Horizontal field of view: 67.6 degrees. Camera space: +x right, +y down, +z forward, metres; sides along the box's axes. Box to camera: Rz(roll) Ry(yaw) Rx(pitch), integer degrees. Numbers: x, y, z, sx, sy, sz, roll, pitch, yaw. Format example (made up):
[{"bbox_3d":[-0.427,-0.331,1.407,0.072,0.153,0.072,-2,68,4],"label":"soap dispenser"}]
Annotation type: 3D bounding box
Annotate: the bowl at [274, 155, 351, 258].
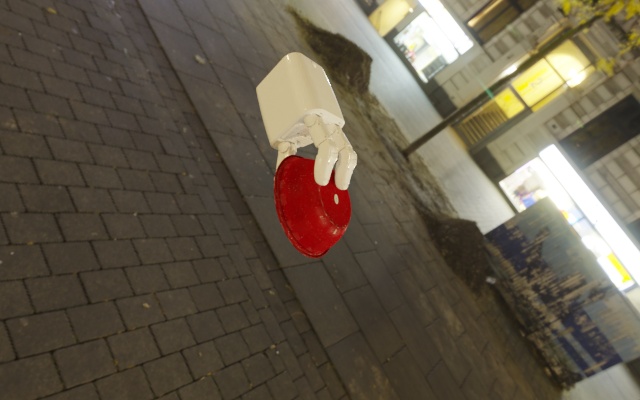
[{"bbox_3d":[0.001,0.004,0.713,0.055,0.162,0.162,-15,-8,29],"label":"bowl"}]
